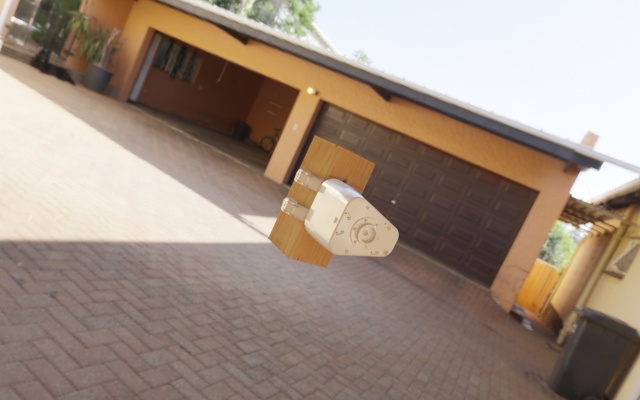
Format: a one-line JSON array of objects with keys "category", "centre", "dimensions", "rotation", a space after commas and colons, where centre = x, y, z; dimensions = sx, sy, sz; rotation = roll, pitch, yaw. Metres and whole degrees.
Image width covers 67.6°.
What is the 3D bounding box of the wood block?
[{"category": "wood block", "centre": [0.001, 0.003, 0.853], "dimensions": [0.091, 0.206, 0.090], "rotation": [21, 7, -37]}]
